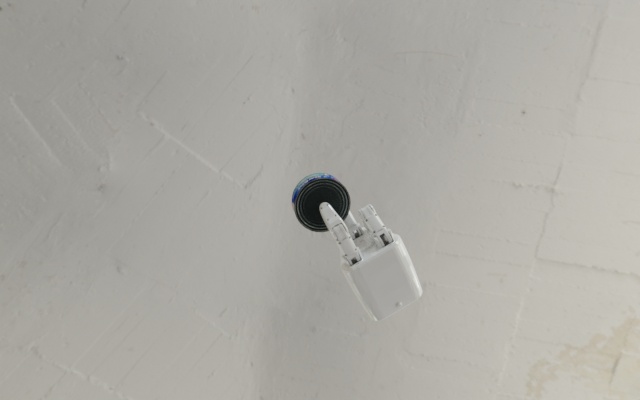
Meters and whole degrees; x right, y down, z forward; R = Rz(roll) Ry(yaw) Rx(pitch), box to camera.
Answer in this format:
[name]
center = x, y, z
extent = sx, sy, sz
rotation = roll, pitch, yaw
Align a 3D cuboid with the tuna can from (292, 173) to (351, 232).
[tuna can]
center = 0.000, 0.002, 0.722
extent = 0.086, 0.086, 0.033
rotation = 0, 19, -13
